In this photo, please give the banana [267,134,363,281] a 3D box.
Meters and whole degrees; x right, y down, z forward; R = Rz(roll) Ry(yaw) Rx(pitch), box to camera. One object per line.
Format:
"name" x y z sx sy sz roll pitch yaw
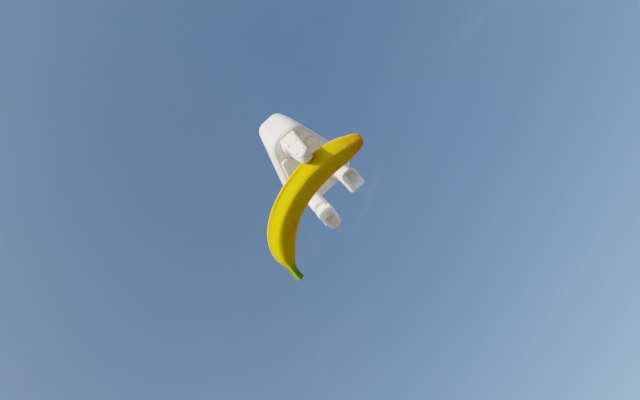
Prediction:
"banana" -0.017 -0.001 0.585 0.069 0.198 0.037 21 11 -22
